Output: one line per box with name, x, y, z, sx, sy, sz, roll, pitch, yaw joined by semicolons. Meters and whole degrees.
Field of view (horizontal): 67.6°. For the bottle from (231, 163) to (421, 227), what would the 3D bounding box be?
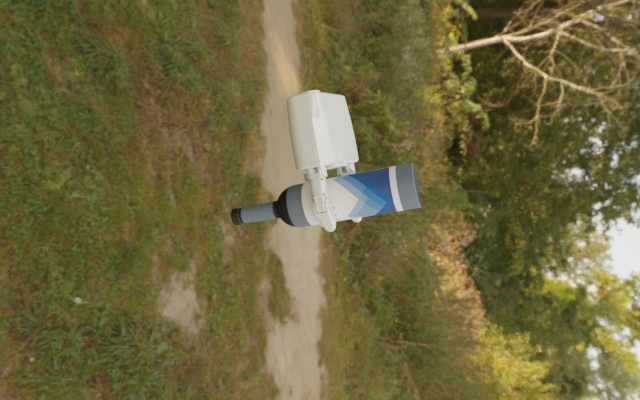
bottle;0.000;0.002;0.733;0.296;0.069;0.069;-10;-3;16
